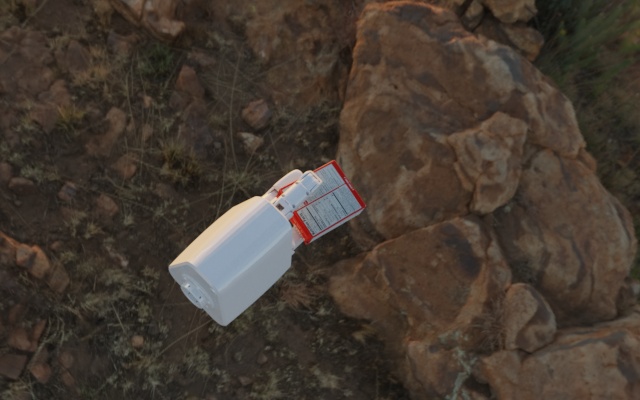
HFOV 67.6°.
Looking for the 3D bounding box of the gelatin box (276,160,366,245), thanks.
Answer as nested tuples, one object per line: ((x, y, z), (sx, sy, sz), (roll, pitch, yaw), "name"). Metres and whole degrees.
((0.000, 0.002, 0.594), (0.089, 0.073, 0.030), (-30, -12, -23), "gelatin box")
